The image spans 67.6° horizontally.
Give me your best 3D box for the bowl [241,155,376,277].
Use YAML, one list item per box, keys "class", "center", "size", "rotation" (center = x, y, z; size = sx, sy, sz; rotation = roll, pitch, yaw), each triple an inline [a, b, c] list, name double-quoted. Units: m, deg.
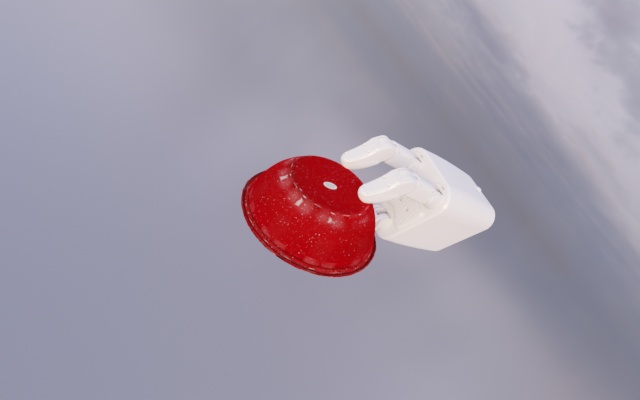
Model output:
- class: "bowl"
  center: [-0.001, 0.001, 0.510]
  size: [0.162, 0.055, 0.162]
  rotation: [19, 37, -15]
